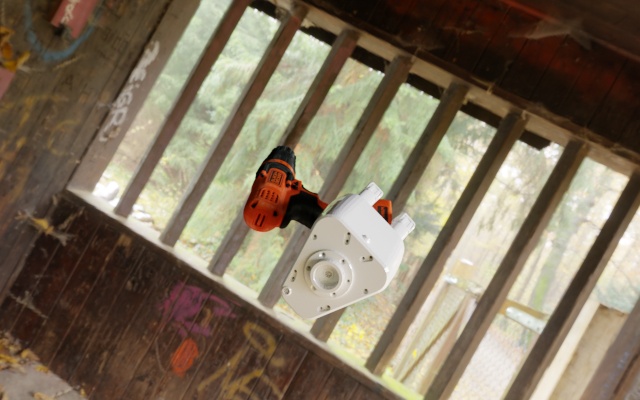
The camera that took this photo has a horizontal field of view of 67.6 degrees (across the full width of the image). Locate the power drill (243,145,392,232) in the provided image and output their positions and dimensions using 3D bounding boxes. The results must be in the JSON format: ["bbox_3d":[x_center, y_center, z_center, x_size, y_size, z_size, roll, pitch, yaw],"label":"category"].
[{"bbox_3d":[0.001,0.002,0.636,0.187,0.057,0.184,20,32,-6],"label":"power drill"}]
